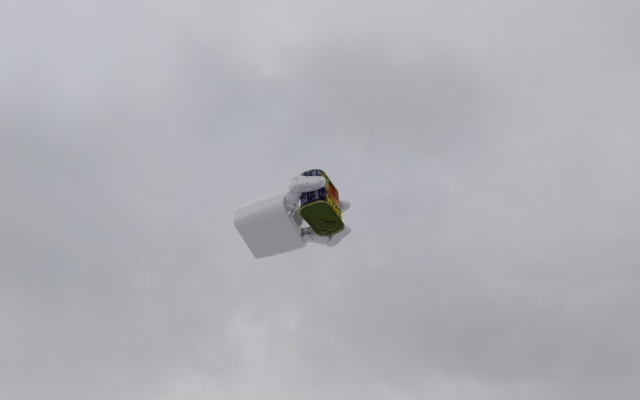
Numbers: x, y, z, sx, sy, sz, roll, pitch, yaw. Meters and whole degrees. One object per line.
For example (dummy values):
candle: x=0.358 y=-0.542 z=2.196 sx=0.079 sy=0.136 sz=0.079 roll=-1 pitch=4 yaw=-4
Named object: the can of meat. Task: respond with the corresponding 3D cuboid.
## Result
can of meat: x=0.000 y=0.003 z=0.877 sx=0.057 sy=0.083 sz=0.102 roll=-20 pitch=-41 yaw=16
